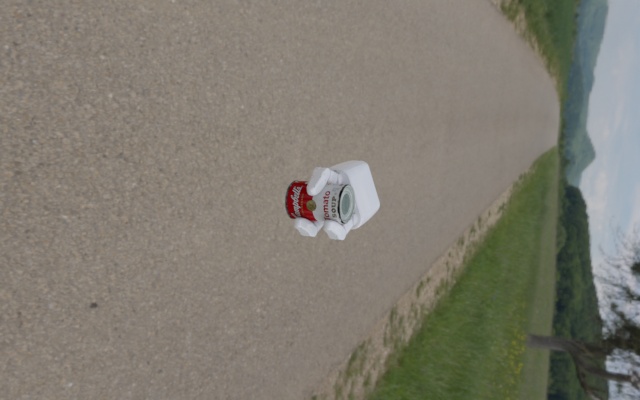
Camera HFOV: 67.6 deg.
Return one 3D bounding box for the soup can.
[{"bbox_3d":[0.000,0.003,0.810,0.102,0.068,0.068,5,2,26],"label":"soup can"}]
